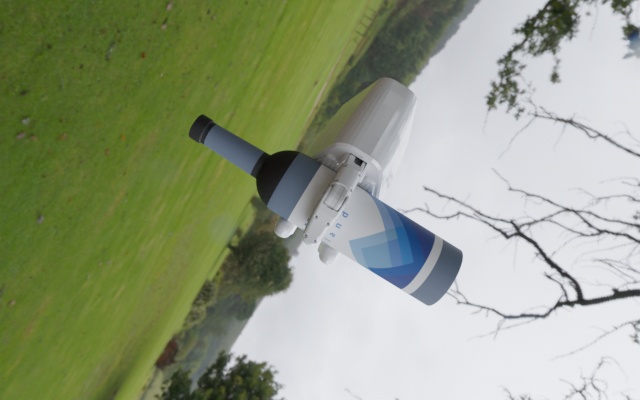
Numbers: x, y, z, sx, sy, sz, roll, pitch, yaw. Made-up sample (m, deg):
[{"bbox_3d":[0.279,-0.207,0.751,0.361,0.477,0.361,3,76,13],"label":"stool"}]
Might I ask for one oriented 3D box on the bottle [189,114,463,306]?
[{"bbox_3d":[0.000,0.002,0.483,0.296,0.069,0.069,32,-1,-1],"label":"bottle"}]
